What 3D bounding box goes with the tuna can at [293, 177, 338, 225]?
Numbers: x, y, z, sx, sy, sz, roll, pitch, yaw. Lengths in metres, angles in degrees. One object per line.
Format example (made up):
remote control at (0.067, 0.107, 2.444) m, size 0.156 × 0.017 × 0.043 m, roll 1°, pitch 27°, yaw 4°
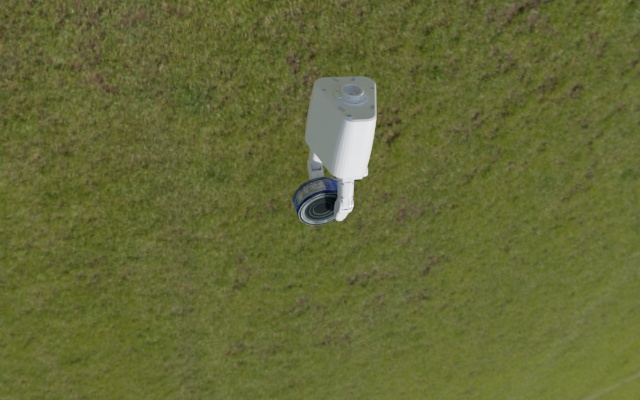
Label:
tuna can at (0.000, 0.003, 0.774) m, size 0.086 × 0.033 × 0.086 m, roll -12°, pitch -37°, yaw -9°
